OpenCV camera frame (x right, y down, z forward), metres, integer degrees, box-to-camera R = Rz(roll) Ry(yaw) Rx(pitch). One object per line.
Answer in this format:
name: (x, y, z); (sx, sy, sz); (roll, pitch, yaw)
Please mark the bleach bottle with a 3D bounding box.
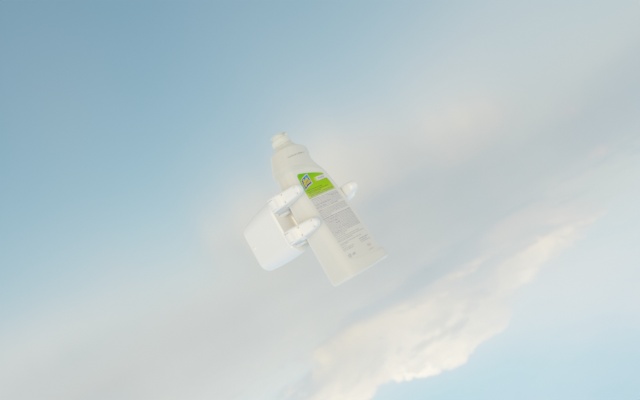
bleach bottle: (0.000, 0.003, 0.750); (0.102, 0.251, 0.068); (-22, -12, -43)
